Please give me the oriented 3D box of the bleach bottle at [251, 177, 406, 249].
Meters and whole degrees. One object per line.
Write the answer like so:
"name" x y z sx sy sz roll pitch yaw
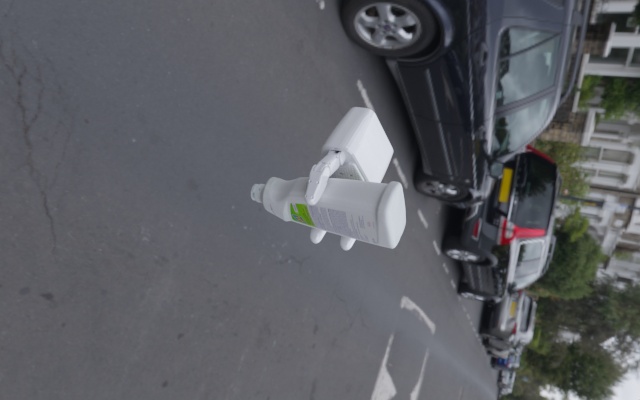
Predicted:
"bleach bottle" 0.000 0.003 0.733 0.251 0.068 0.103 12 -39 26
